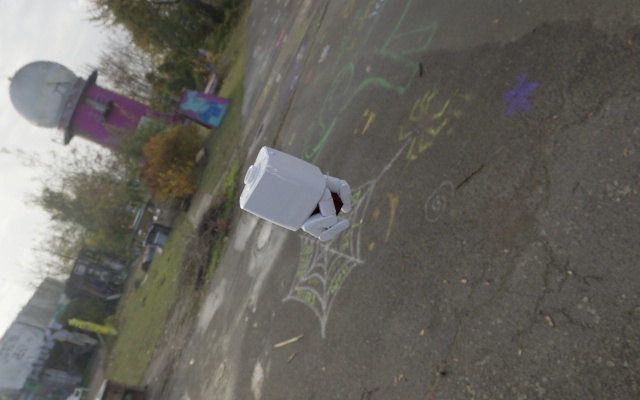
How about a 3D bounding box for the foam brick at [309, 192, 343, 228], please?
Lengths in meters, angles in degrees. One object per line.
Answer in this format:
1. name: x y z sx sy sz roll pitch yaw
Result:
1. foam brick: 0.000 0.003 0.853 0.051 0.053 0.078 22 17 -20
